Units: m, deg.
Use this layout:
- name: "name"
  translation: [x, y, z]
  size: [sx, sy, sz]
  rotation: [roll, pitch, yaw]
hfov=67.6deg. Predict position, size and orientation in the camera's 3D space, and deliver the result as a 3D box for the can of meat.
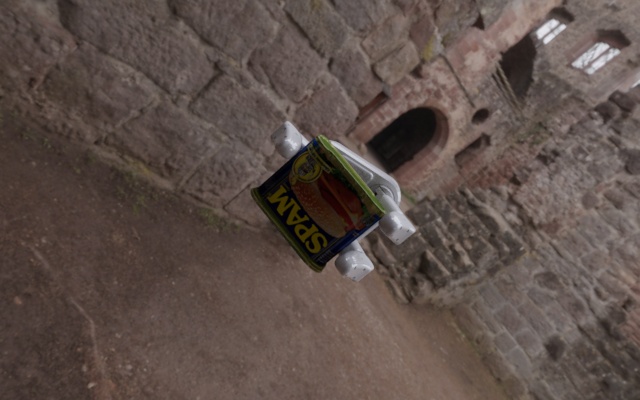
- name: "can of meat"
  translation: [0.000, 0.001, 0.449]
  size: [0.084, 0.102, 0.057]
  rotation: [-40, -4, 11]
